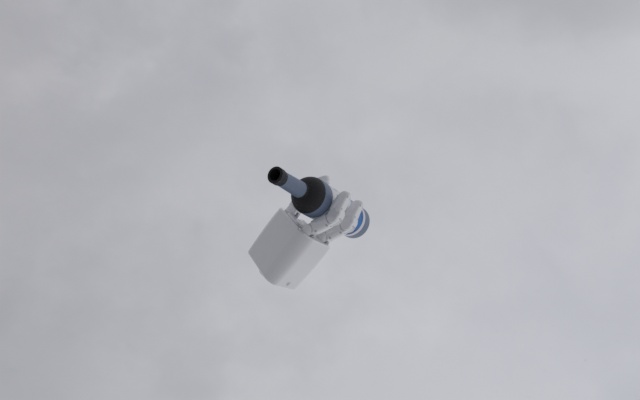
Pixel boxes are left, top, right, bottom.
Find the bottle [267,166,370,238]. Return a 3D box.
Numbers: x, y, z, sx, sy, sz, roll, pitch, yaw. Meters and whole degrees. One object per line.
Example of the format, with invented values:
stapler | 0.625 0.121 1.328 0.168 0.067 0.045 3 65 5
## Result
bottle | 0.000 0.003 0.836 0.069 0.069 0.296 0 -16 29
